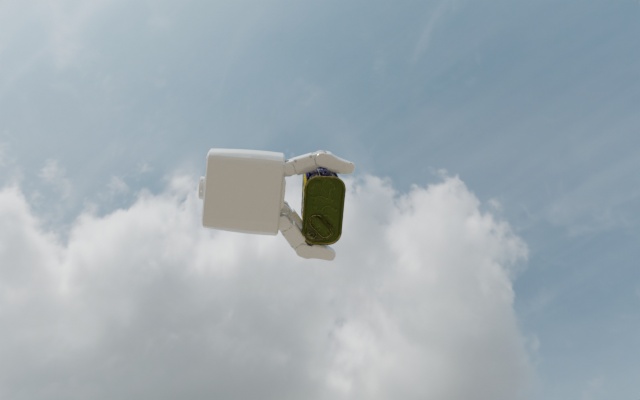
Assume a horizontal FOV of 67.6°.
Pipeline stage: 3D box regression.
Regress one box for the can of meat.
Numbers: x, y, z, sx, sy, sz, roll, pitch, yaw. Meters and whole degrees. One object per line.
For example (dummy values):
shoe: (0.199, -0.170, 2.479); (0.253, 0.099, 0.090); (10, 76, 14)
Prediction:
can of meat: (0.000, 0.002, 0.703); (0.057, 0.102, 0.084); (2, 19, -7)
